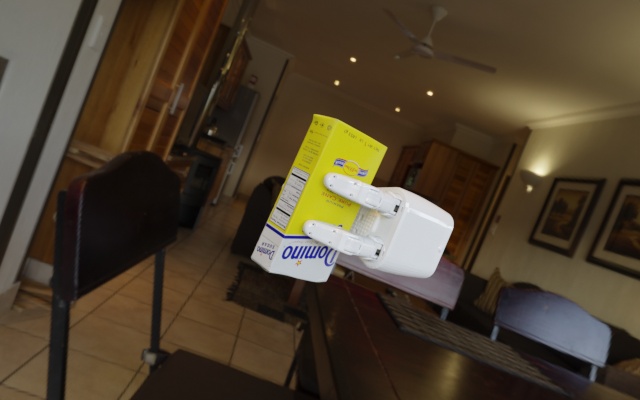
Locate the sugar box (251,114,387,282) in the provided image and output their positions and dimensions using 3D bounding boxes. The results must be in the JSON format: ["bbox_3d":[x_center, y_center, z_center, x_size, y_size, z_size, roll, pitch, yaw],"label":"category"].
[{"bbox_3d":[0.001,0.002,0.536,0.093,0.176,0.048,19,4,-43],"label":"sugar box"}]
